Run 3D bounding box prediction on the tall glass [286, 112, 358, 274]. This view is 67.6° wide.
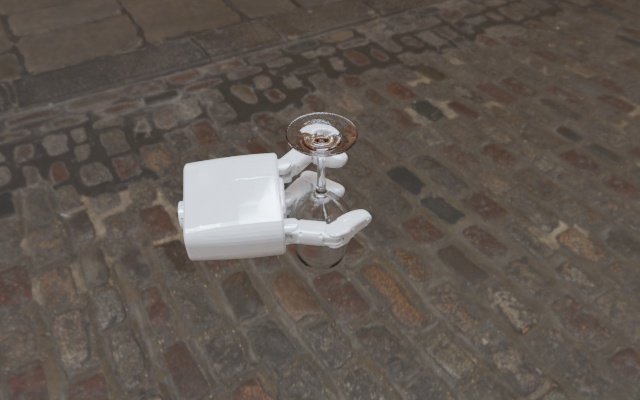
[{"bbox_3d":[0.000,0.001,0.558,0.079,0.201,0.079,0,45,0],"label":"tall glass"}]
